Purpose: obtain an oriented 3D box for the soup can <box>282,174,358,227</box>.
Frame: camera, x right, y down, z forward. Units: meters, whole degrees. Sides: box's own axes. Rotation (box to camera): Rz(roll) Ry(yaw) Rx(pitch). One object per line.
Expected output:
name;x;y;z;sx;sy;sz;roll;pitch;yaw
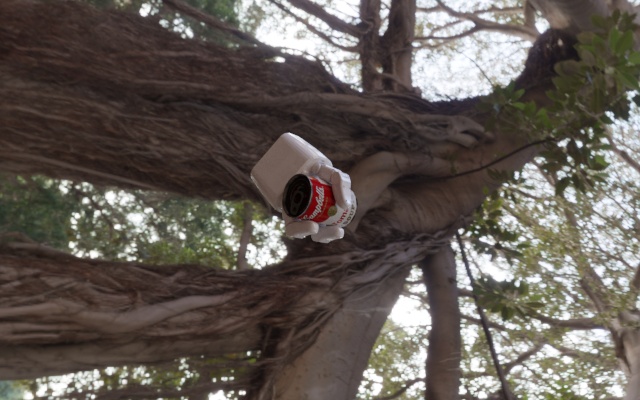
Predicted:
soup can;0.001;0.003;0.746;0.102;0.068;0.068;15;-10;-41
